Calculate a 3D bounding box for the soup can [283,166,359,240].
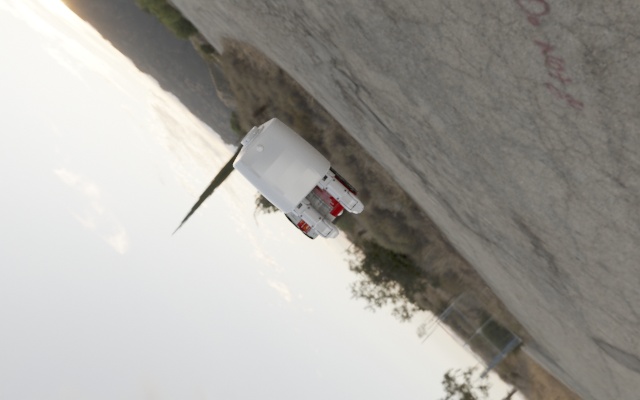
[{"bbox_3d":[0.000,0.003,0.740,0.068,0.102,0.068,42,5,-4],"label":"soup can"}]
